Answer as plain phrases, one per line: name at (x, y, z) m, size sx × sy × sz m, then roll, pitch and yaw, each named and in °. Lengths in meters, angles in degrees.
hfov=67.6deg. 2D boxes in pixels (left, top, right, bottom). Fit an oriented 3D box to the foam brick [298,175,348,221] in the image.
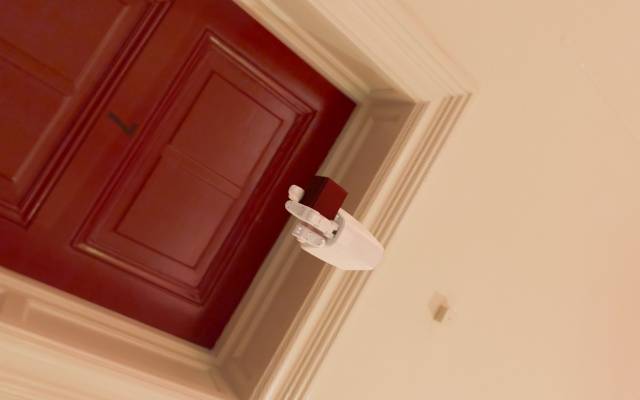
foam brick at (0.000, 0.002, 0.826) m, size 0.051 × 0.078 × 0.053 m, roll 33°, pitch -8°, yaw -28°
